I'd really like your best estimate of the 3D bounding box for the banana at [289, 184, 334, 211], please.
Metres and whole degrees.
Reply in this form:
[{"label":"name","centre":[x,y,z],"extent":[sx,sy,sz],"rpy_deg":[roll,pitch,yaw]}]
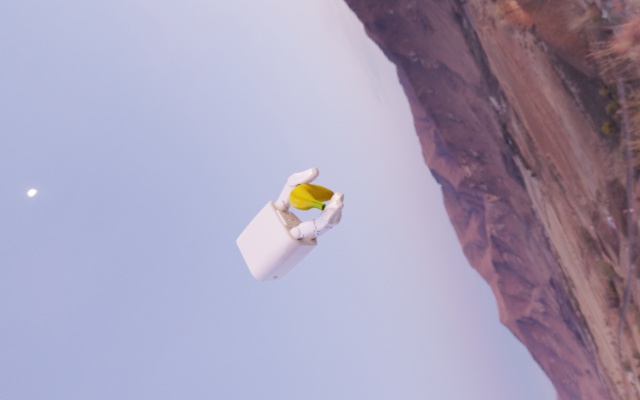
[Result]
[{"label":"banana","centre":[-0.017,-0.004,0.849],"extent":[0.069,0.037,0.198],"rpy_deg":[24,10,3]}]
